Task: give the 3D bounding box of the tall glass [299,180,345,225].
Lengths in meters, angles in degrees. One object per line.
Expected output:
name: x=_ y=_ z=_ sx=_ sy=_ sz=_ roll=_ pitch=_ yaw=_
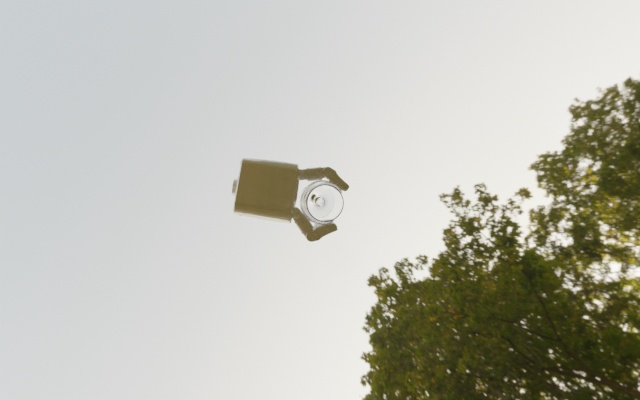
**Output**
tall glass: x=0.000 y=0.003 z=0.874 sx=0.079 sy=0.079 sz=0.201 roll=0 pitch=1 yaw=-5
